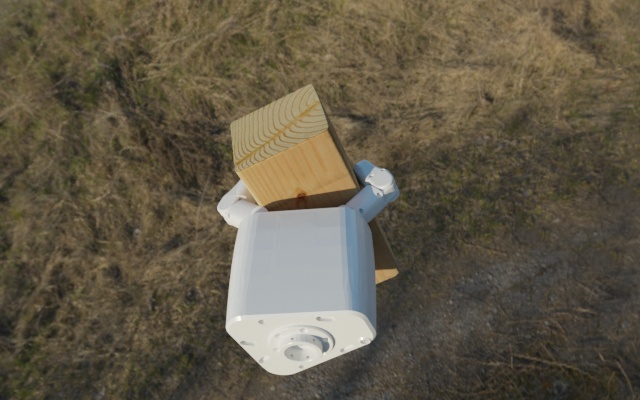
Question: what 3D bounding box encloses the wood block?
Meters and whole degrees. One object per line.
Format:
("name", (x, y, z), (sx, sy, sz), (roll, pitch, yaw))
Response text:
("wood block", (0.000, 0.002, 0.493), (0.091, 0.206, 0.090), (-24, 39, 6))
